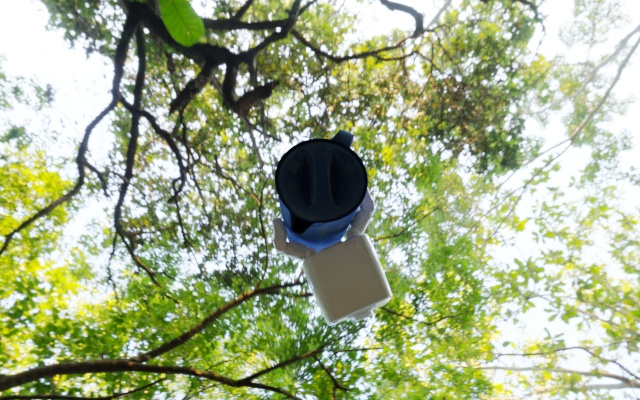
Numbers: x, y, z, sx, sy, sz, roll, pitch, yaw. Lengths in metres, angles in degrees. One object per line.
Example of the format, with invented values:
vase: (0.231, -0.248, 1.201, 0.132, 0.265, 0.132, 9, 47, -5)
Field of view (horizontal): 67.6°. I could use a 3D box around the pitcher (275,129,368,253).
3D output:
pitcher: (0.000, 0.003, 0.787, 0.149, 0.145, 0.243, -20, -19, -11)
